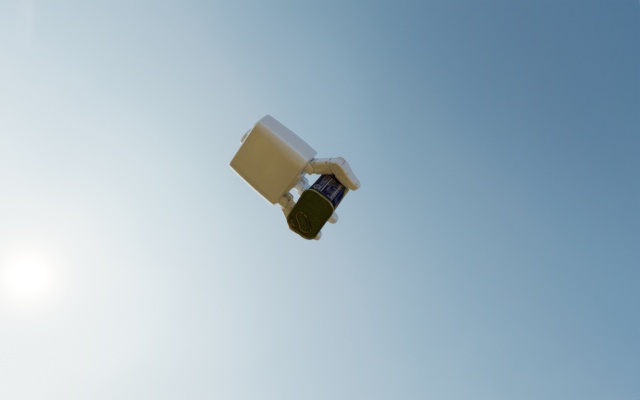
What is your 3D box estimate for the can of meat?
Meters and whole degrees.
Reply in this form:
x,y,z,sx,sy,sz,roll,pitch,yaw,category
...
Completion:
x,y,z,sx,sy,sz,roll,pitch,yaw,category
0.000,0.002,0.782,0.084,0.057,0.102,-50,-4,-46,can of meat
